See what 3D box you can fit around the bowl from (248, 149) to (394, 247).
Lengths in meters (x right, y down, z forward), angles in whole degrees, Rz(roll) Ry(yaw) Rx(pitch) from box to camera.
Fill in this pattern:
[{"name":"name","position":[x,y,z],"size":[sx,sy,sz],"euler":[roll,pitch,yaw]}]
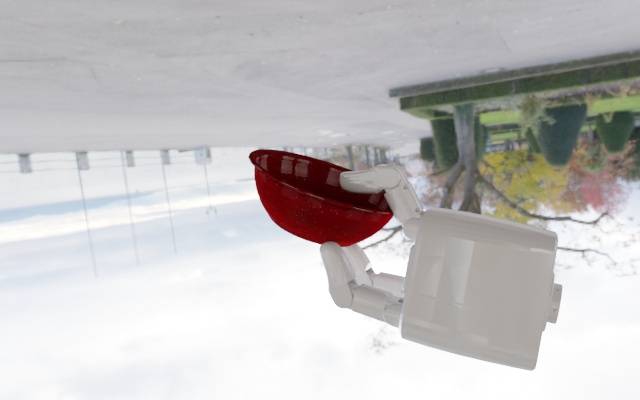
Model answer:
[{"name":"bowl","position":[-0.001,0.001,0.475],"size":[0.162,0.055,0.162],"euler":[18,15,-5]}]
